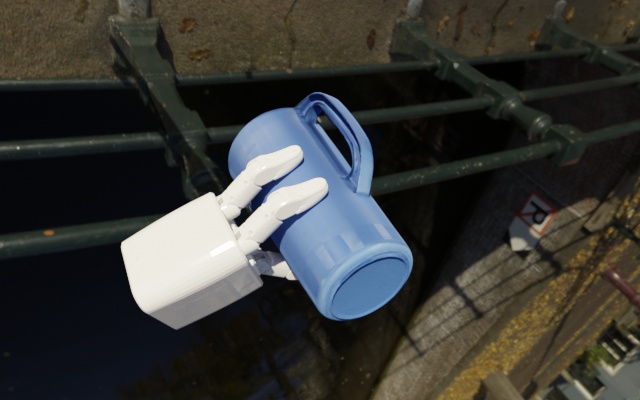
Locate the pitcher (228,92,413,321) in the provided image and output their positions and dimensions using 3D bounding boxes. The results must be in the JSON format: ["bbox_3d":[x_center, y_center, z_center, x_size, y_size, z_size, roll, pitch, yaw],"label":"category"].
[{"bbox_3d":[0.000,0.002,0.533,0.145,0.149,0.242,-26,48,-10],"label":"pitcher"}]
